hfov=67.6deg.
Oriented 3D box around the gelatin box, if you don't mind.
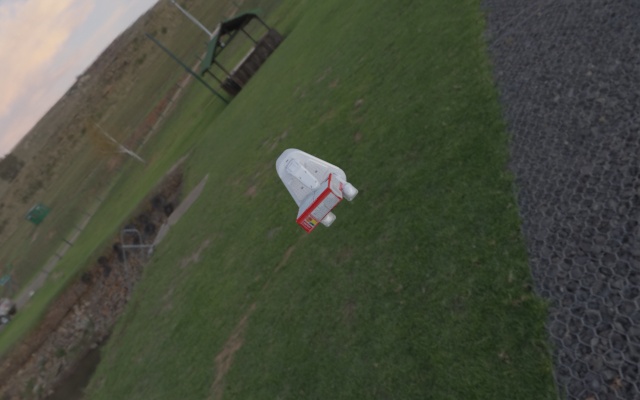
[{"bbox_3d":[0.000,0.002,0.726,0.030,0.073,0.089,42,14,-10],"label":"gelatin box"}]
